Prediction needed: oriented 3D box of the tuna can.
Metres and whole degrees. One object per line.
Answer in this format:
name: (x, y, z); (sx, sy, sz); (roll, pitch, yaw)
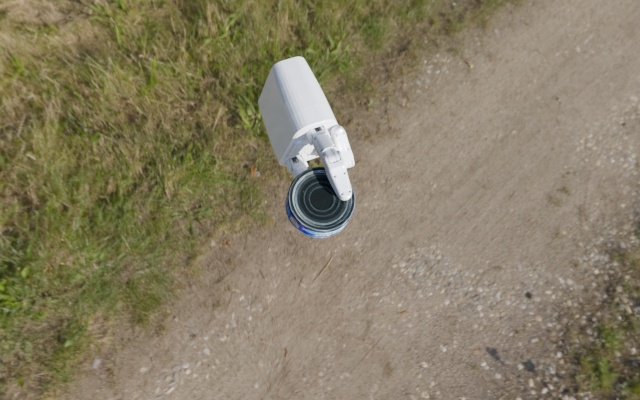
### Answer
tuna can: (0.000, 0.002, 0.595); (0.086, 0.086, 0.034); (0, -17, -8)
